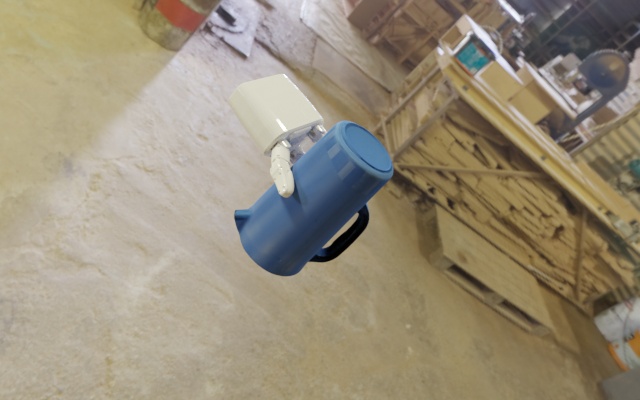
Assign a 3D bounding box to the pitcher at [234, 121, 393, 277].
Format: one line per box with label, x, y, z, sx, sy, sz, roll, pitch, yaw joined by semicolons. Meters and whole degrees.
pitcher;0.000;0.002;0.724;0.243;0.145;0.149;-44;-15;31
